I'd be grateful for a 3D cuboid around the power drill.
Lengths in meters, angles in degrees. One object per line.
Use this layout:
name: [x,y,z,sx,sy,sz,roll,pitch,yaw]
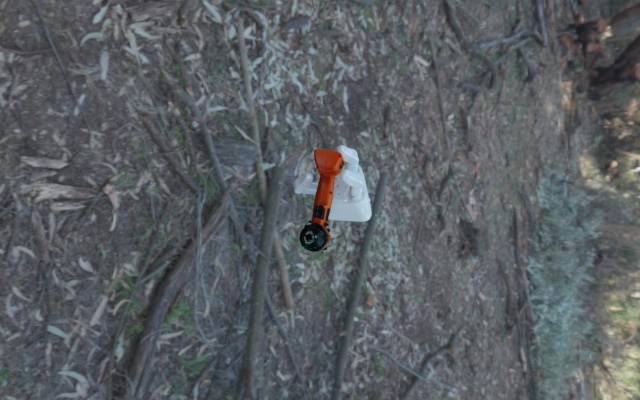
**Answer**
power drill: [0.000,0.003,0.893,0.057,0.187,0.184,11,-4,4]
